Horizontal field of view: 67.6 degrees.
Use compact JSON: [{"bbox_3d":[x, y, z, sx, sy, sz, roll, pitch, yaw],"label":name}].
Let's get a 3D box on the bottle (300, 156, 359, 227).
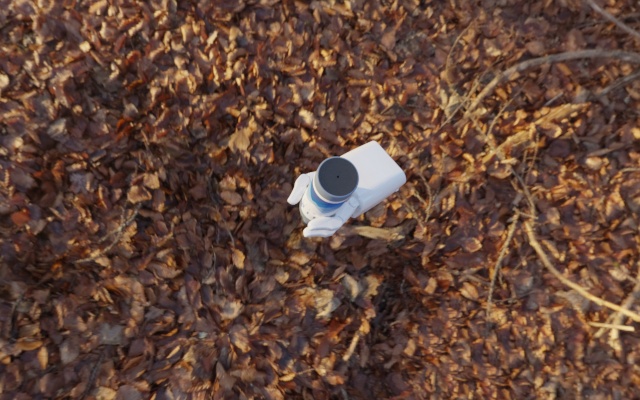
[{"bbox_3d":[0.000,0.003,0.865,0.069,0.069,0.296,0,-15,-11],"label":"bottle"}]
